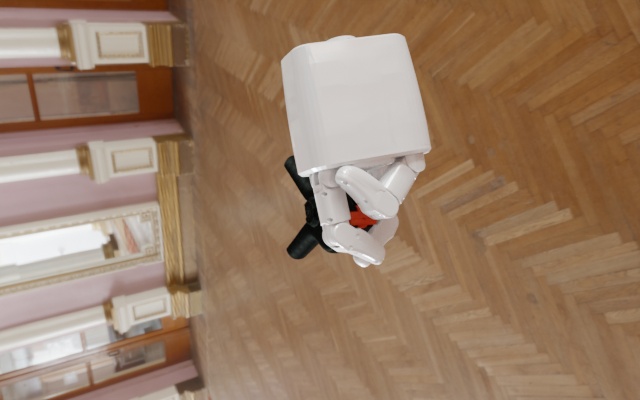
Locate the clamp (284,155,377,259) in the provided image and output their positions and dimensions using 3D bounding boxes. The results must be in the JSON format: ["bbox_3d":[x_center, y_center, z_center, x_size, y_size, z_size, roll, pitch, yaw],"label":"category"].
[{"bbox_3d":[0.000,0.002,0.497,0.039,0.120,0.171,-10,-1,-29],"label":"clamp"}]
